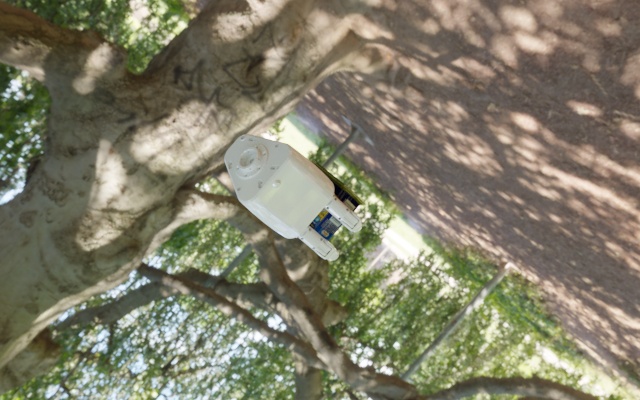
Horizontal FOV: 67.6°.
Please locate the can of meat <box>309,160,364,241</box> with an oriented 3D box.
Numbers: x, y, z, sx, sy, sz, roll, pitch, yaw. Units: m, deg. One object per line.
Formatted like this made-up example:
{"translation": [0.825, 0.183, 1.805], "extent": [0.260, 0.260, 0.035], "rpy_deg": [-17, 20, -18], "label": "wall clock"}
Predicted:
{"translation": [0.000, 0.003, 0.716], "extent": [0.102, 0.084, 0.057], "rpy_deg": [41, -1, 37], "label": "can of meat"}
